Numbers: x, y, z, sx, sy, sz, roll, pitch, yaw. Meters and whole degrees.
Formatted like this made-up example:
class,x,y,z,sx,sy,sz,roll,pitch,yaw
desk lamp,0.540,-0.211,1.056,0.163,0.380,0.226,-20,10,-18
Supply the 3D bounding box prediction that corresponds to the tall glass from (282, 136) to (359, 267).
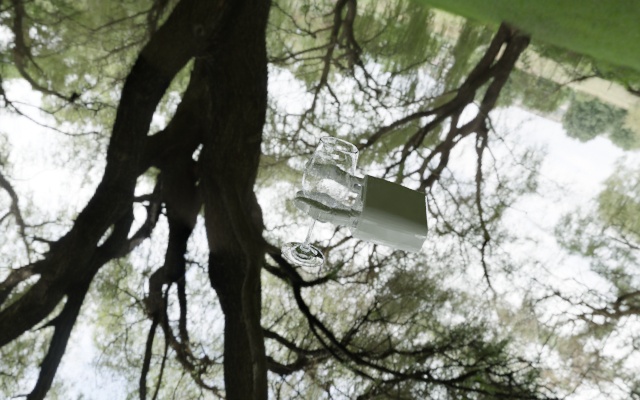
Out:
class,x,y,z,sx,sy,sz,roll,pitch,yaw
tall glass,0.000,0.003,0.754,0.079,0.201,0.079,15,23,-7
